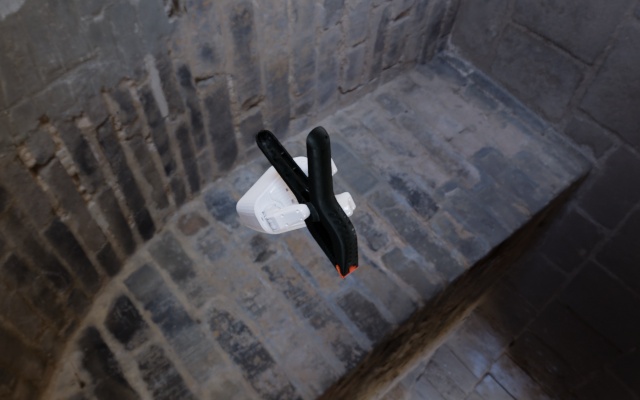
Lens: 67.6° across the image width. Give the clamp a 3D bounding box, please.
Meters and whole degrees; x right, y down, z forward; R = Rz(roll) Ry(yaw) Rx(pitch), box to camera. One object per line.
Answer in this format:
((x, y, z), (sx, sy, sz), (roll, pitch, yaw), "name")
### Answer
((0.000, 0.003, 0.573), (0.036, 0.210, 0.164), (-32, 13, -21), "clamp")
